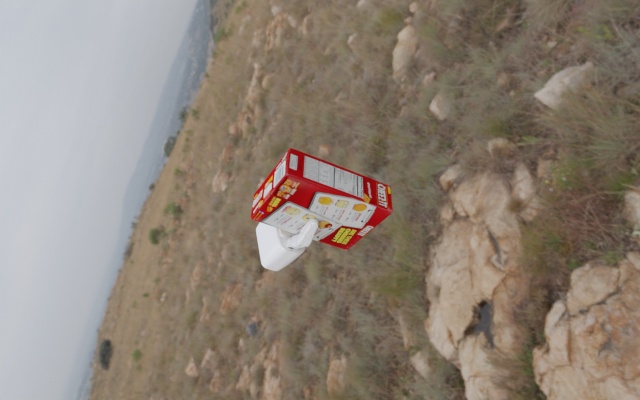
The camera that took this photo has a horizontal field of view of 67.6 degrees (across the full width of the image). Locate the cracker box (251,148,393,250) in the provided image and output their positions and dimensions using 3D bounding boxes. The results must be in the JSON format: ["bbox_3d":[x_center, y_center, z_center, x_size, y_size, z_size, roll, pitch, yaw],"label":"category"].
[{"bbox_3d":[0.000,0.003,0.890,0.214,0.072,0.164,19,-38,-22],"label":"cracker box"}]
